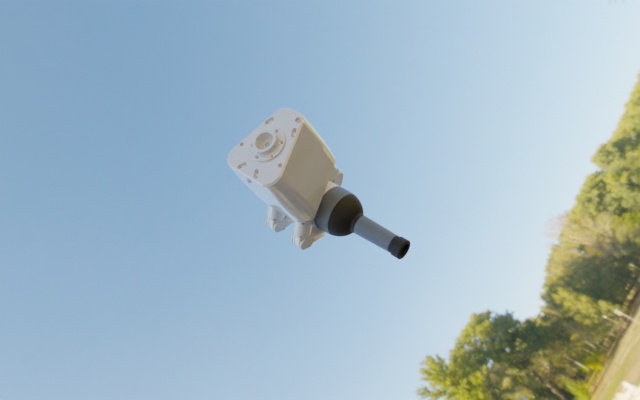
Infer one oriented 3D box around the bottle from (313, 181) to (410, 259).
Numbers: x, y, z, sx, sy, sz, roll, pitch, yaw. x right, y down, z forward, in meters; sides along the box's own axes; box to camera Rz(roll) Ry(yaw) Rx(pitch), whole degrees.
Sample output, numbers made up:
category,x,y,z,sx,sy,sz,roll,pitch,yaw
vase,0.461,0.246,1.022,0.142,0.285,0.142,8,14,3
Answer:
category,x,y,z,sx,sy,sz,roll,pitch,yaw
bottle,0.000,0.002,0.690,0.295,0.069,0.069,30,17,33
